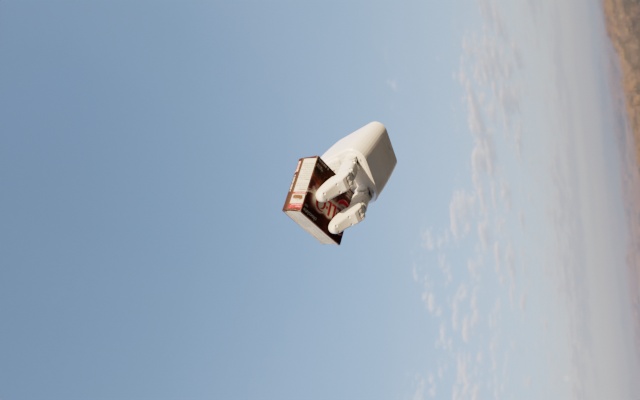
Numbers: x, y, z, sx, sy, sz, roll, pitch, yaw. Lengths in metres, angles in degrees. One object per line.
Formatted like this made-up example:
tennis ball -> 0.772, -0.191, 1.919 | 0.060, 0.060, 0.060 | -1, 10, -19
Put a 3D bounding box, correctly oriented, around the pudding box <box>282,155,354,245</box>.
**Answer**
pudding box -> 0.000, 0.002, 0.694 | 0.039, 0.090, 0.113 | -3, -30, 37
